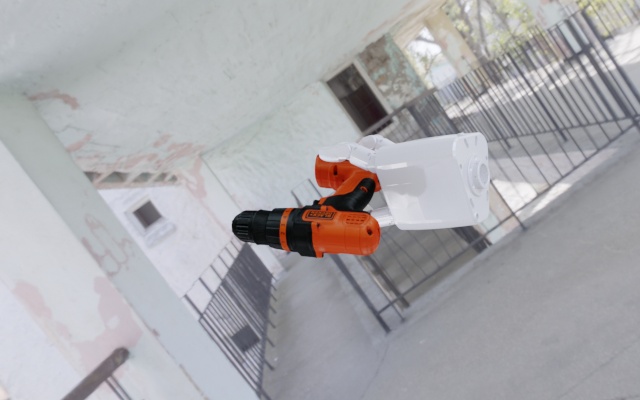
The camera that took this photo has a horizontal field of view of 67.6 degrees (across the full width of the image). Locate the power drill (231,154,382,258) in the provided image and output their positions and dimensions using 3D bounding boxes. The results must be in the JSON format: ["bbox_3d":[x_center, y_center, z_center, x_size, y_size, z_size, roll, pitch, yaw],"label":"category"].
[{"bbox_3d":[0.000,0.002,0.617,0.184,0.057,0.187,5,34,19],"label":"power drill"}]
